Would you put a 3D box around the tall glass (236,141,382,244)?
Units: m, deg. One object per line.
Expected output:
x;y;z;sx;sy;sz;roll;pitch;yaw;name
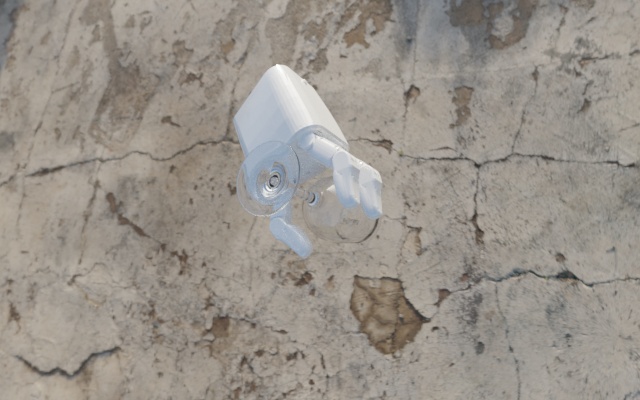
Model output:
0.000;0.002;0.531;0.079;0.079;0.201;0;-14;32;tall glass
